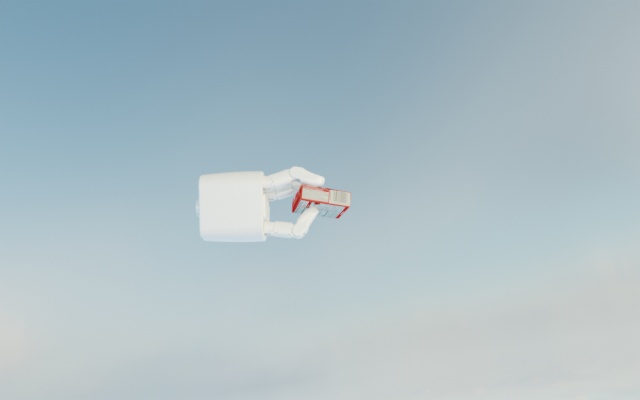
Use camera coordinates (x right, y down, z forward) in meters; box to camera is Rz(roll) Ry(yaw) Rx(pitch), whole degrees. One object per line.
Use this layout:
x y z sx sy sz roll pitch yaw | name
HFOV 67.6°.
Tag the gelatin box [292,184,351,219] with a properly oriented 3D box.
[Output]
0.000 0.003 0.821 0.089 0.030 0.073 9 -21 -11 | gelatin box
